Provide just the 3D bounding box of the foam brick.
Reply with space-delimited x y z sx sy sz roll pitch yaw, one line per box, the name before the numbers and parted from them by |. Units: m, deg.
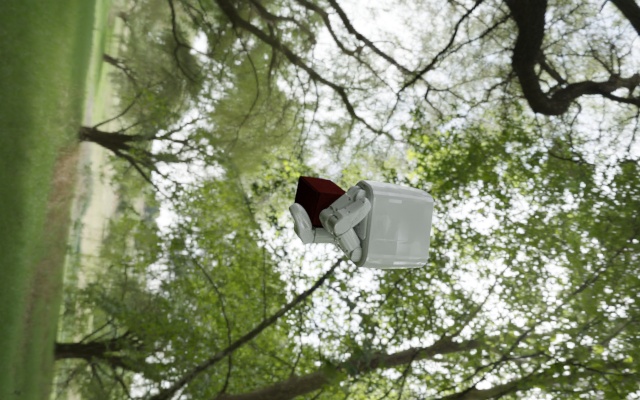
foam brick | 0.000 0.002 0.689 0.051 0.053 0.078 5 18 -24
